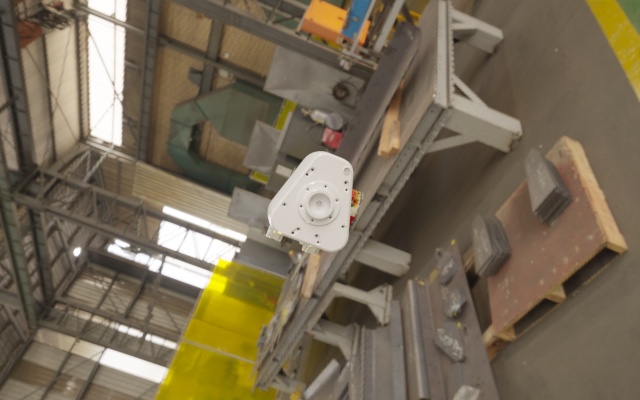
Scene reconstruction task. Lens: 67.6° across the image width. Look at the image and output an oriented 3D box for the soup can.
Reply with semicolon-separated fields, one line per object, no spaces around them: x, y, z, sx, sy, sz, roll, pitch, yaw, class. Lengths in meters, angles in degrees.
0.000;0.002;0.673;0.102;0.068;0.068;21;-2;-6;soup can
